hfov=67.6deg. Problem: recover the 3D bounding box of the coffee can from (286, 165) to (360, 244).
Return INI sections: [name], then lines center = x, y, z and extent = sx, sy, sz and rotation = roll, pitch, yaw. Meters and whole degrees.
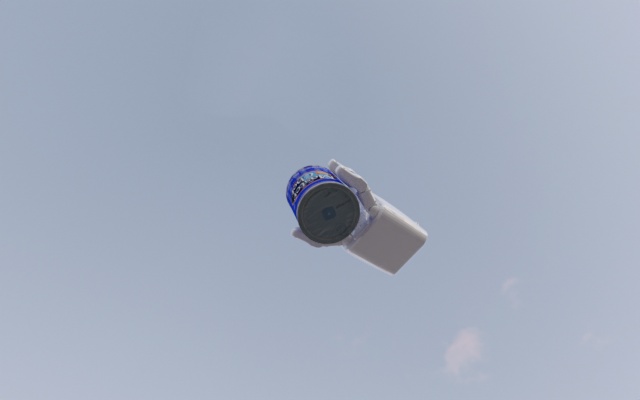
[coffee can]
center = 0.000, 0.003, 0.819
extent = 0.103, 0.103, 0.140
rotation = 0, 16, -12
